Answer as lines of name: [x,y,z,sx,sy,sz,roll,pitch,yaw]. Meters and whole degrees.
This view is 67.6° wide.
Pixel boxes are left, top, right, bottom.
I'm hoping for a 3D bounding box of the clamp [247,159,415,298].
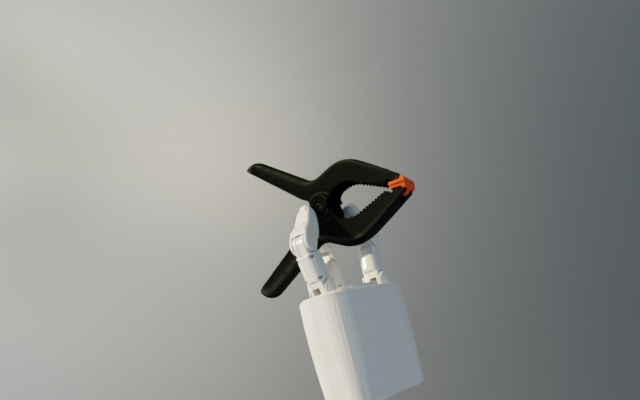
clamp: [0.000,0.002,0.532,0.210,0.164,0.036,-26,-20,27]
